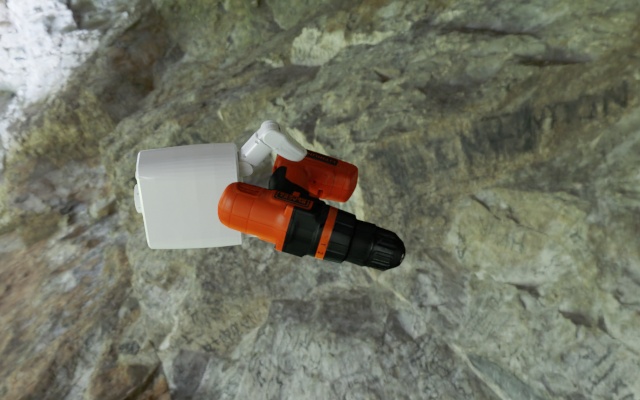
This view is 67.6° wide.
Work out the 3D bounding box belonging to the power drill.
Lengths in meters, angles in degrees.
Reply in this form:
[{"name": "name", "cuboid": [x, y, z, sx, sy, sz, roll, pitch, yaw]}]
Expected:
[{"name": "power drill", "cuboid": [0.000, 0.002, 0.521, 0.184, 0.057, 0.187, 18, 21, 0]}]
